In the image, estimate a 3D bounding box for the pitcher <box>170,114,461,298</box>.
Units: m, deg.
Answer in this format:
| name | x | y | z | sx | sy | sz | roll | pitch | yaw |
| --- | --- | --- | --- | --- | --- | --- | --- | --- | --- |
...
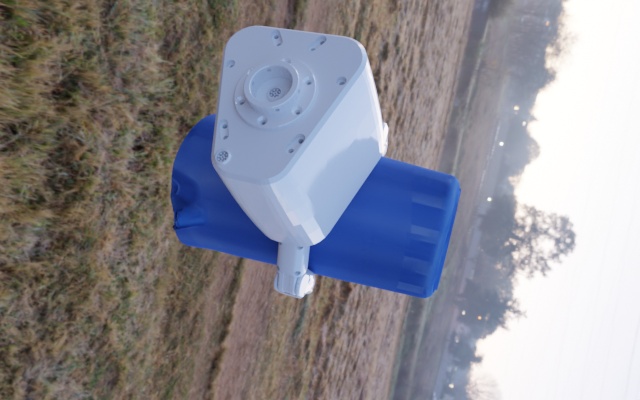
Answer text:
| name | x | y | z | sx | sy | sz | roll | pitch | yaw |
| --- | --- | --- | --- | --- | --- | --- | --- | --- | --- |
| pitcher | 0.000 | 0.001 | 0.448 | 0.243 | 0.149 | 0.145 | 14 | -19 | 16 |
